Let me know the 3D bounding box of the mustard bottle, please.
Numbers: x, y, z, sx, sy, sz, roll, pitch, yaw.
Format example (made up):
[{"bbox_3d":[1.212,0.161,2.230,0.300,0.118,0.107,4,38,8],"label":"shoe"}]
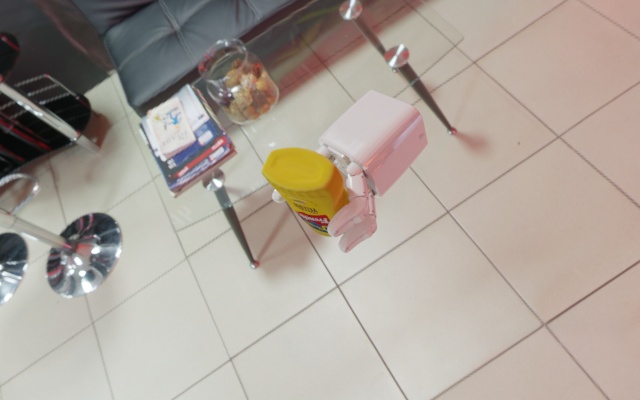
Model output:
[{"bbox_3d":[0.000,0.002,0.637,0.096,0.058,0.192,14,-20,25],"label":"mustard bottle"}]
